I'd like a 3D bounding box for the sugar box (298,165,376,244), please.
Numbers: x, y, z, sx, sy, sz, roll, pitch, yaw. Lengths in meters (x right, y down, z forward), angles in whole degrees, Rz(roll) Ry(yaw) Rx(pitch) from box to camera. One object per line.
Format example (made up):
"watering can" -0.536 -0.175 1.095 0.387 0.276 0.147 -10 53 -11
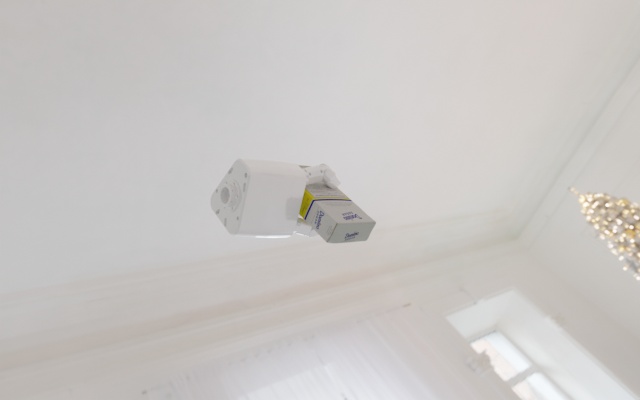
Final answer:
"sugar box" 0.000 0.003 0.790 0.093 0.048 0.176 1 35 -43
